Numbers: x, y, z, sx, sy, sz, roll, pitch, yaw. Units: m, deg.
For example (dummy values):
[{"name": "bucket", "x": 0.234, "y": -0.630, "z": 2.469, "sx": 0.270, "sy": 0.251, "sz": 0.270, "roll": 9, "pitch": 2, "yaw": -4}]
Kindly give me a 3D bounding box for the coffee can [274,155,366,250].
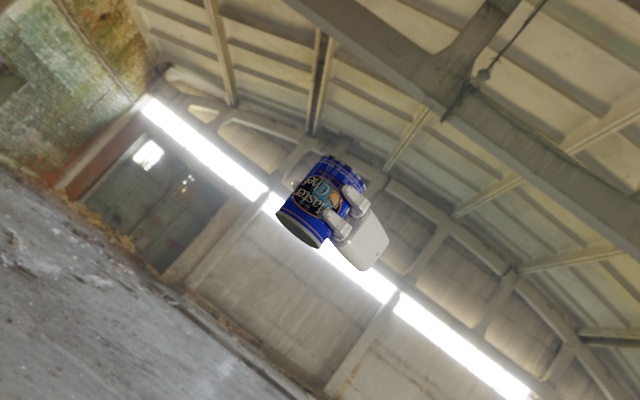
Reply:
[{"name": "coffee can", "x": 0.000, "y": 0.003, "z": 0.859, "sx": 0.103, "sy": 0.140, "sz": 0.103, "roll": 36, "pitch": -14, "yaw": 11}]
